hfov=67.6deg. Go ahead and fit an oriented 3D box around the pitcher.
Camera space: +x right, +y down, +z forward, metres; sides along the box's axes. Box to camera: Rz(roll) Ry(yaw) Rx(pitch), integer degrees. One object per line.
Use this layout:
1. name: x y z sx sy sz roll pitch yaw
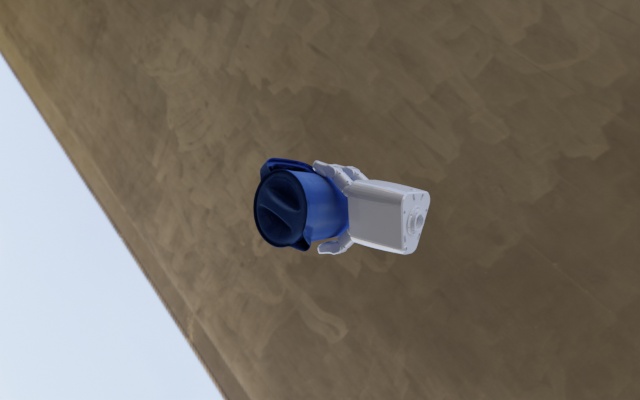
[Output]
1. pitcher: 0.000 0.003 0.894 0.145 0.149 0.243 11 8 40
